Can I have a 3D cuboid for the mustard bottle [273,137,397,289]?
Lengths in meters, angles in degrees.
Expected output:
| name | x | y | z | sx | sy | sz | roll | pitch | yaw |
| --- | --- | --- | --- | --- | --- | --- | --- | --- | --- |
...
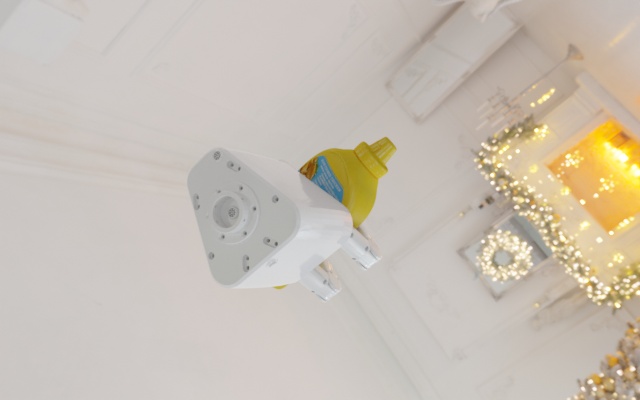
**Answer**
| name | x | y | z | sx | sy | sz | roll | pitch | yaw |
| --- | --- | --- | --- | --- | --- | --- | --- | --- | --- |
| mustard bottle | 0.000 | 0.002 | 0.501 | 0.192 | 0.096 | 0.058 | -40 | -43 | 15 |
